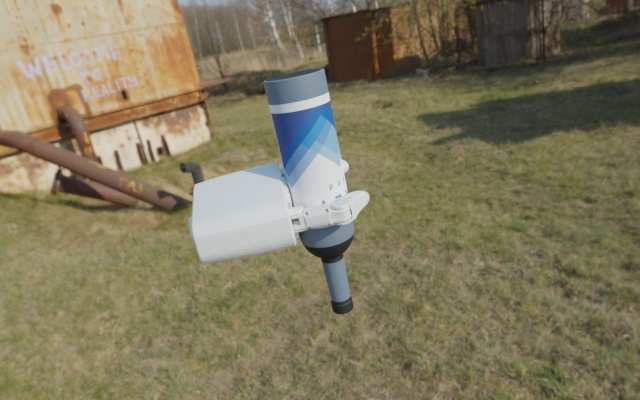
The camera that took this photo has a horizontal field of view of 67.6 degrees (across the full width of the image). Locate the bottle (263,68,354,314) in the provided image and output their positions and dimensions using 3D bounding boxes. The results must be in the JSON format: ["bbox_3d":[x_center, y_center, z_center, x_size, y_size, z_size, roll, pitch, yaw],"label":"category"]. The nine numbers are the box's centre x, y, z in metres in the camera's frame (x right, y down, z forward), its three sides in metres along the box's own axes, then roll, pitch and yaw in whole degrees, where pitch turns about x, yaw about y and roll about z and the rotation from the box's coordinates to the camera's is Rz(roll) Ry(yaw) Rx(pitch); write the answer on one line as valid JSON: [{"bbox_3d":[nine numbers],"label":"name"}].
[{"bbox_3d":[0.000,0.002,0.558,0.069,0.296,0.069,-11,20,4],"label":"bottle"}]
